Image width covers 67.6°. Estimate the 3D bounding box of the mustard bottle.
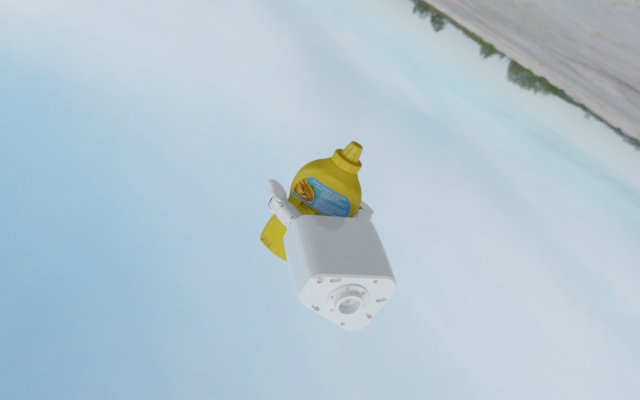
[{"bbox_3d":[0.000,0.002,0.647,0.096,0.192,0.058,32,25,-2],"label":"mustard bottle"}]
